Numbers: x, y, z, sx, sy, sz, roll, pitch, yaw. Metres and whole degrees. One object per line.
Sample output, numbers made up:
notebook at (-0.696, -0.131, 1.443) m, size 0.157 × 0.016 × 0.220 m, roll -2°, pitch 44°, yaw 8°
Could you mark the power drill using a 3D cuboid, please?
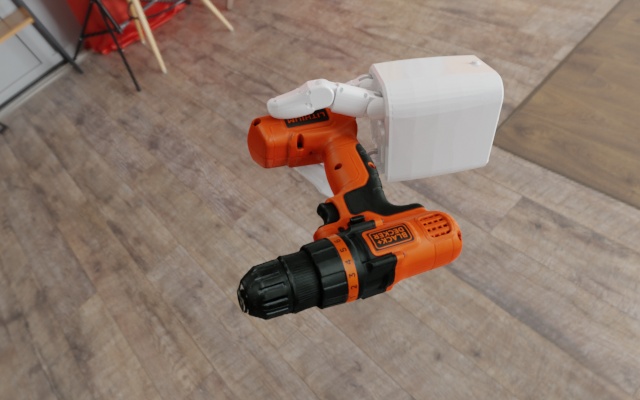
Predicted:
power drill at (0.000, 0.001, 0.407) m, size 0.184 × 0.187 × 0.057 m, roll -13°, pitch -37°, yaw -21°
